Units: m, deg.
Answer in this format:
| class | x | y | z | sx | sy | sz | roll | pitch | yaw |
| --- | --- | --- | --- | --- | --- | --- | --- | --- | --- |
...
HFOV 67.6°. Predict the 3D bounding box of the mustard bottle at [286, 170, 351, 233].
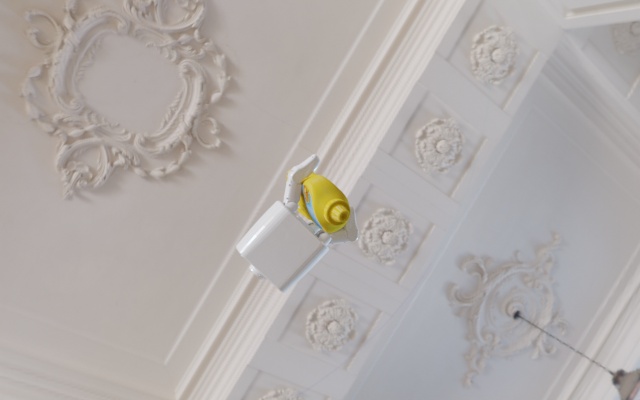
| class | x | y | z | sx | sy | sz | roll | pitch | yaw |
| --- | --- | --- | --- | --- | --- | --- | --- | --- | --- |
| mustard bottle | 0.000 | 0.002 | 0.790 | 0.058 | 0.096 | 0.191 | -23 | 20 | -14 |
